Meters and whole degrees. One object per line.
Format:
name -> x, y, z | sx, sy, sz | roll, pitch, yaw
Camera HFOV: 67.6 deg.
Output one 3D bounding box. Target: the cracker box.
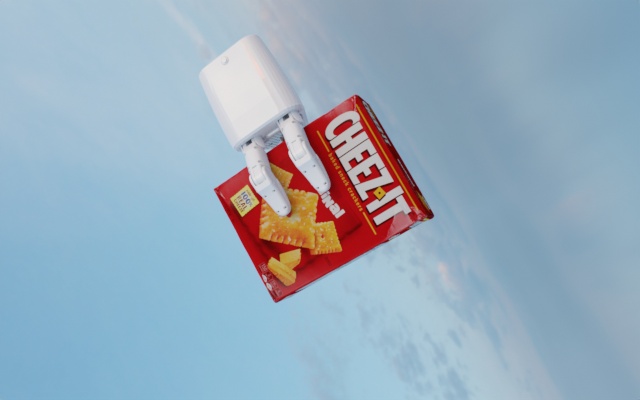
cracker box -> 0.000, 0.002, 0.576 | 0.214, 0.164, 0.072 | -32, -9, 16
